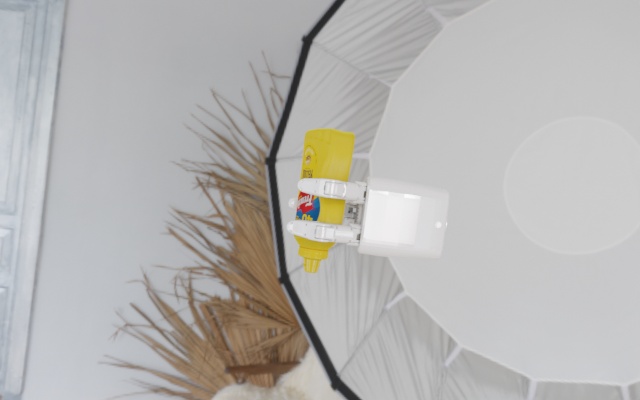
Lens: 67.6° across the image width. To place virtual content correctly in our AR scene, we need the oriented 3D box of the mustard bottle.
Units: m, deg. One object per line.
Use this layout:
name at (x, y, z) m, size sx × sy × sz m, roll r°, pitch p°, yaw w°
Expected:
mustard bottle at (0.000, 0.002, 0.646) m, size 0.058 × 0.191 × 0.096 m, roll 7°, pitch 1°, yaw -26°
